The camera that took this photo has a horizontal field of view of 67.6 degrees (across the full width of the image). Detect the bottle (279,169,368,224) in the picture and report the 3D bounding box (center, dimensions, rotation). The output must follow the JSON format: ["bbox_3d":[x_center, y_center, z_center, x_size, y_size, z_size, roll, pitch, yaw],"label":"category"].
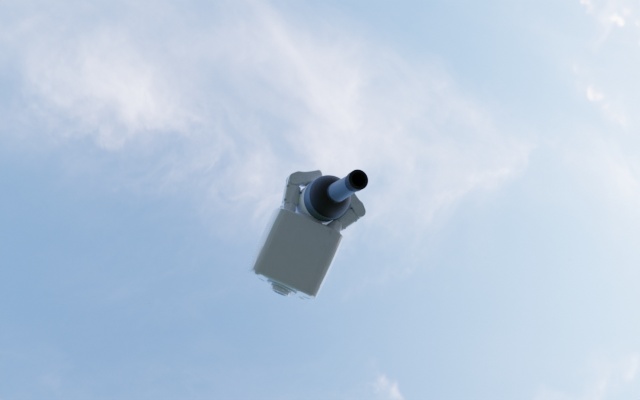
[{"bbox_3d":[0.000,0.002,0.741,0.069,0.069,0.296,0,-11,-20],"label":"bottle"}]
